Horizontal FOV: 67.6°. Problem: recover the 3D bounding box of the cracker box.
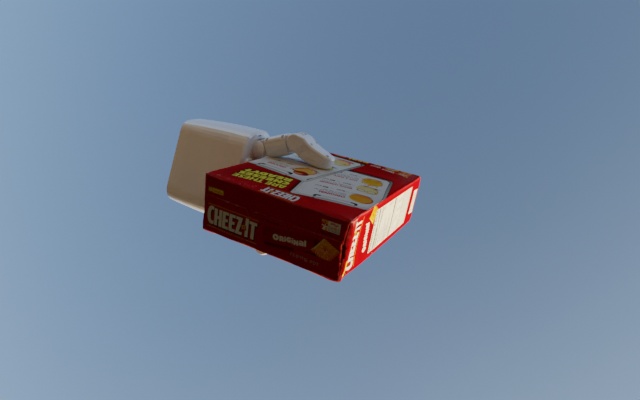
[{"bbox_3d":[0.000,0.002,0.540,0.164,0.072,0.213,18,21,23],"label":"cracker box"}]
